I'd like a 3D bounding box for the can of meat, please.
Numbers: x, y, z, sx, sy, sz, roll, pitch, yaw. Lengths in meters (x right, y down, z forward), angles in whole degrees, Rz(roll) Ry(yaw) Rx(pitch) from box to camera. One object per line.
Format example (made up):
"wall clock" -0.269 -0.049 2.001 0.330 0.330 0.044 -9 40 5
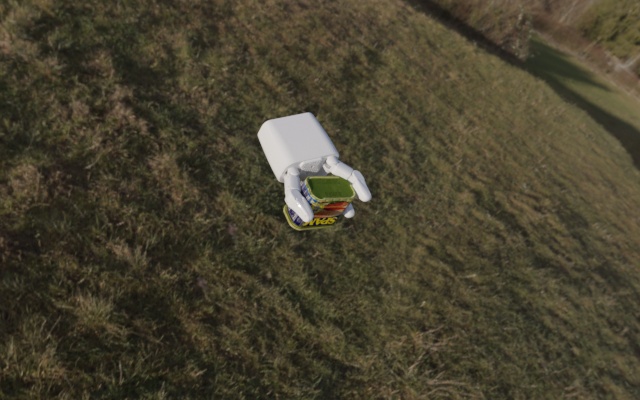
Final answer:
"can of meat" 0.000 0.003 0.829 0.102 0.057 0.084 -2 -36 -37
